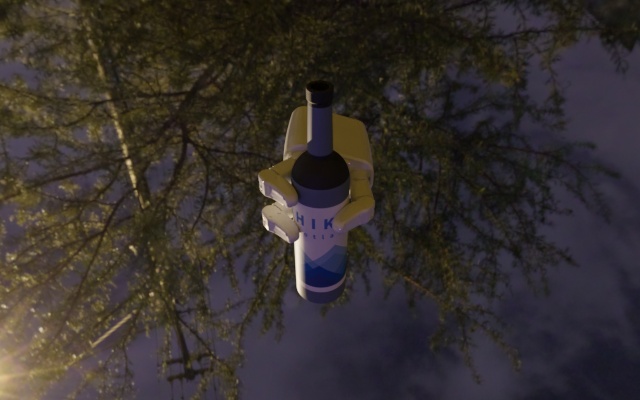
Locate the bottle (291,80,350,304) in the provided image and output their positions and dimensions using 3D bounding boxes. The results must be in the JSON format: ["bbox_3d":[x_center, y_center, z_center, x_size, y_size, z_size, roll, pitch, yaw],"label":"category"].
[{"bbox_3d":[0.000,0.002,0.559,0.069,0.296,0.069,0,40,0],"label":"bottle"}]
